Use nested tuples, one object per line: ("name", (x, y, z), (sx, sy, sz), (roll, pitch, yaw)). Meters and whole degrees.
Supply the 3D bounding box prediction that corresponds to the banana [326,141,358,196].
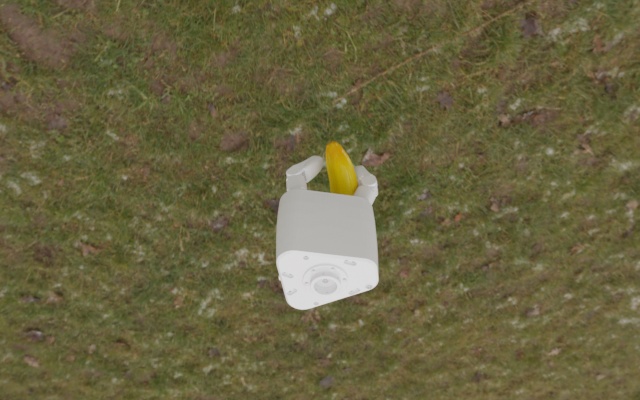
("banana", (0.017, 0.010, 0.654), (0.069, 0.198, 0.037), (17, 40, -4))
